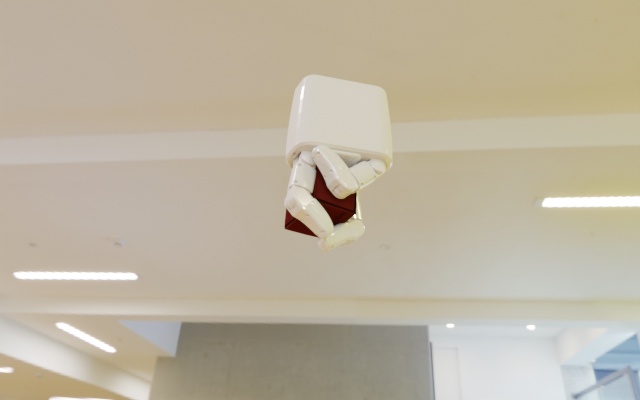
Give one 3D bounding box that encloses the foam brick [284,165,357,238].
[{"bbox_3d":[0.000,0.002,0.542,0.053,0.051,0.078,18,-34,-24],"label":"foam brick"}]
